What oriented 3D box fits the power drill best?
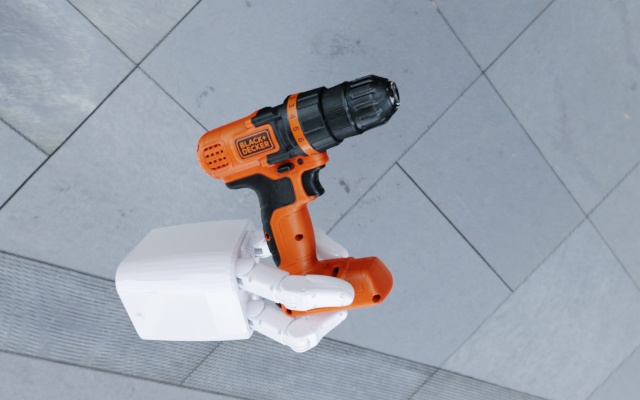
[{"bbox_3d":[0.000,0.002,0.414,0.184,0.188,0.057,-14,12,25],"label":"power drill"}]
